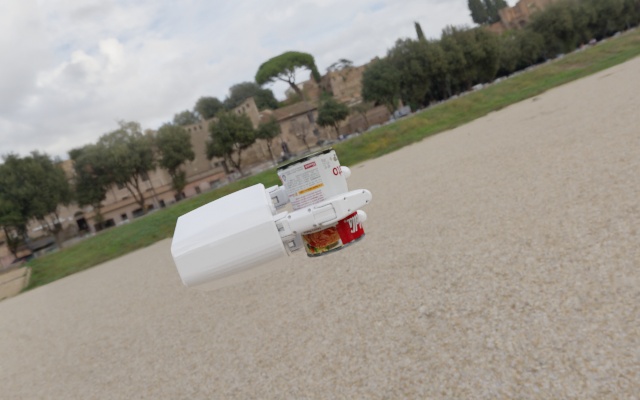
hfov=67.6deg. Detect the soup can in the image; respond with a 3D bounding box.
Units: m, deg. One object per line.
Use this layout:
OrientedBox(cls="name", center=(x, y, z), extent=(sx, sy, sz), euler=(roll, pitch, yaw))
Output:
OrientedBox(cls="soup can", center=(0.000, 0.001, 0.517), extent=(0.068, 0.102, 0.068), euler=(-20, 4, 2))
